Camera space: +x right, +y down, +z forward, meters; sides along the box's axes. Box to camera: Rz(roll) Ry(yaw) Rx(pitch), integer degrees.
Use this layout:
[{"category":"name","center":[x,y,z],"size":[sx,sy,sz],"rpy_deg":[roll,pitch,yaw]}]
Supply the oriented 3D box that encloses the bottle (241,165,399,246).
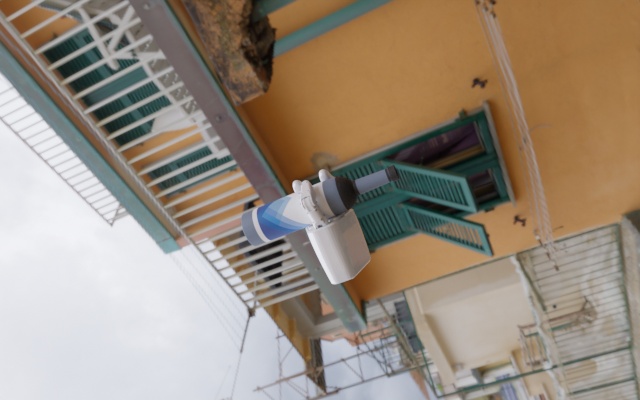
[{"category":"bottle","center":[0.000,0.003,0.867],"size":[0.296,0.069,0.069],"rpy_deg":[-22,-5,14]}]
